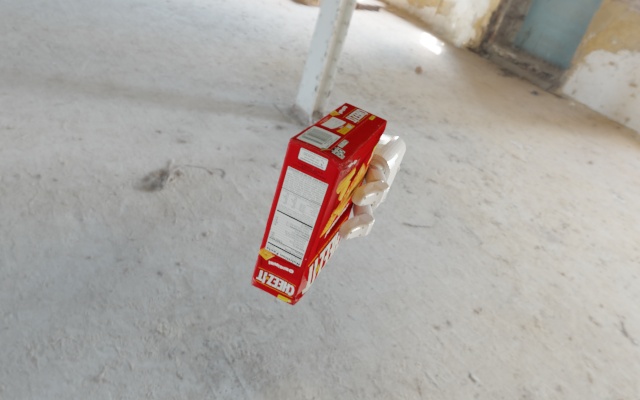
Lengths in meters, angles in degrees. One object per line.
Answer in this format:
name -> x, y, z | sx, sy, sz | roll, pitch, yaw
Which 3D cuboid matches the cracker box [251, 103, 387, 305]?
cracker box -> 0.000, 0.002, 0.606 | 0.072, 0.214, 0.164 | 26, 32, 12
